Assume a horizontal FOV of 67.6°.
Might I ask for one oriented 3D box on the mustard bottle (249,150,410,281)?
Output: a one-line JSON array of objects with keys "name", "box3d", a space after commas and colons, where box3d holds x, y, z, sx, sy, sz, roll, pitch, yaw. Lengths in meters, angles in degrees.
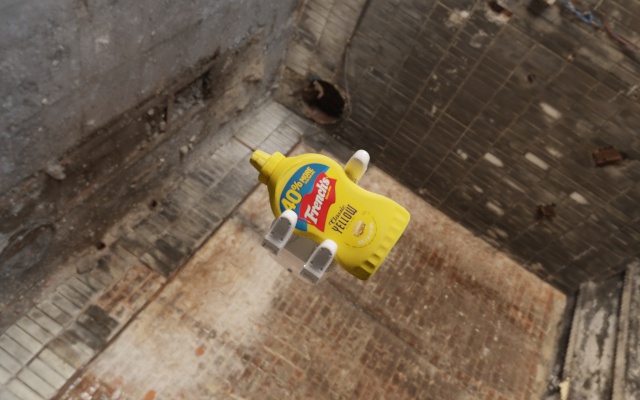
[{"name": "mustard bottle", "box3d": [0.000, 0.002, 0.554, 0.191, 0.096, 0.058, 34, 2, 4]}]
